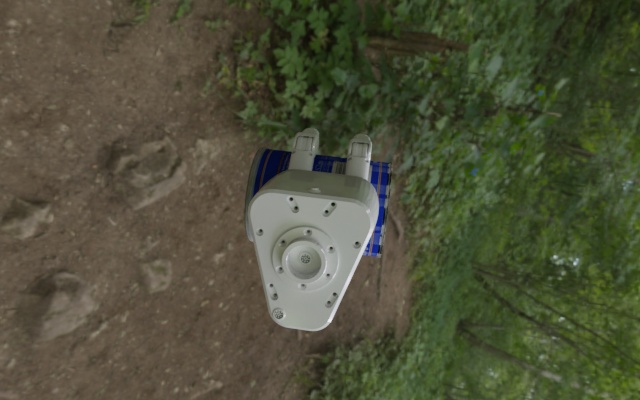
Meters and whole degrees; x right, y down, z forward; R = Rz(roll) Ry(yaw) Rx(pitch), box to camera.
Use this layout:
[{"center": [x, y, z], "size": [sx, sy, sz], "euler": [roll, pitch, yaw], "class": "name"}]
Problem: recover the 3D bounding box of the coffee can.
[{"center": [0.000, 0.002, 0.513], "size": [0.140, 0.103, 0.103], "euler": [7, 1, 5], "class": "coffee can"}]
